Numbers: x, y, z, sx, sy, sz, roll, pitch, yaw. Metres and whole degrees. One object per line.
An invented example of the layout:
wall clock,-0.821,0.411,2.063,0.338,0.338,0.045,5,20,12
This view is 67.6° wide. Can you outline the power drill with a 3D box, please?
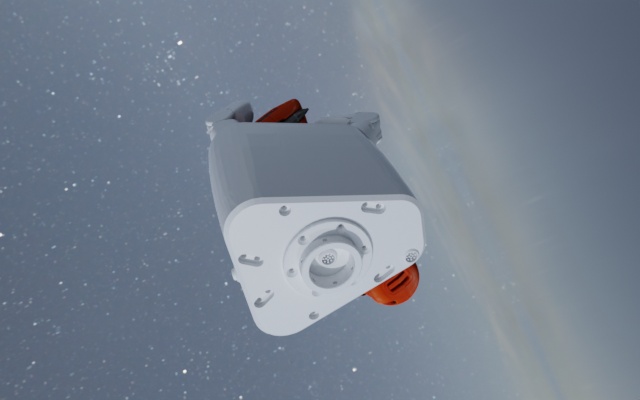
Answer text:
power drill,0.000,0.001,0.441,0.057,0.188,0.184,-40,13,-9
